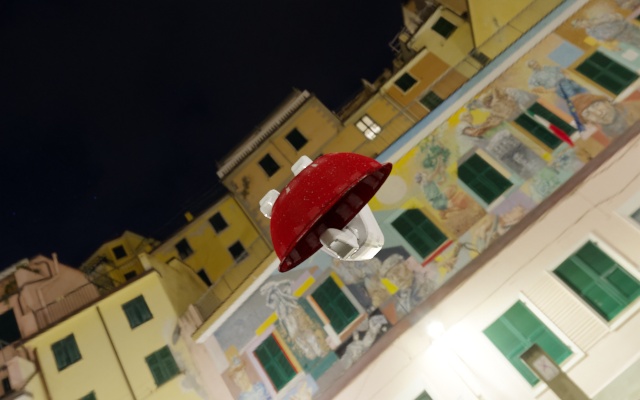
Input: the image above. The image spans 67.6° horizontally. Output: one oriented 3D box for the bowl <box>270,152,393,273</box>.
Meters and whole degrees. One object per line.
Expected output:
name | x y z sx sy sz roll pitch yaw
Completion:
bowl | 0.000 0.001 0.501 0.162 0.055 0.162 -42 -11 -10
